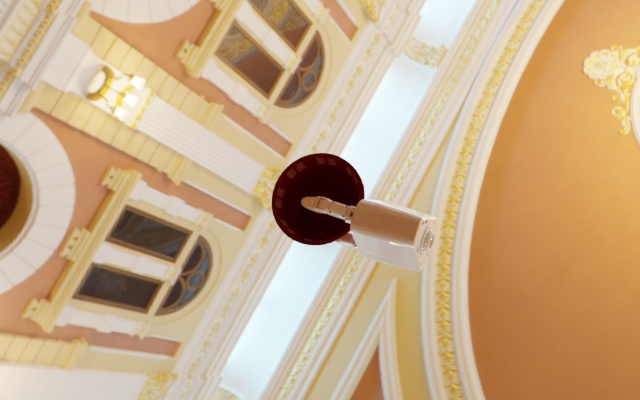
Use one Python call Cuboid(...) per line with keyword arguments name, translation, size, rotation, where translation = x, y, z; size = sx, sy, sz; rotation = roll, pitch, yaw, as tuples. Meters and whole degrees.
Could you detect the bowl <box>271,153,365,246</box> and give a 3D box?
Cuboid(name="bowl", translation=(-0.001, 0.002, 0.821), size=(0.162, 0.162, 0.055), rotation=(0, -16, 14))
